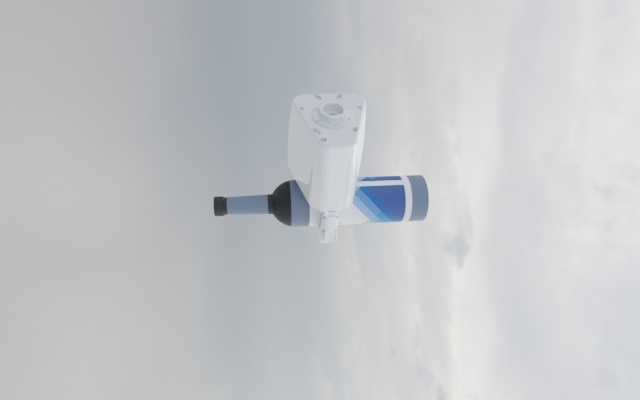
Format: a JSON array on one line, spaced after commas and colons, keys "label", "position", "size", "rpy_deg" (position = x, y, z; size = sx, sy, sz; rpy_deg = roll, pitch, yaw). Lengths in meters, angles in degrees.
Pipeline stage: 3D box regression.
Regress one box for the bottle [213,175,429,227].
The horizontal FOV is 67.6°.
[{"label": "bottle", "position": [0.000, 0.002, 0.674], "size": [0.296, 0.069, 0.069], "rpy_deg": [-2, 0, -7]}]
